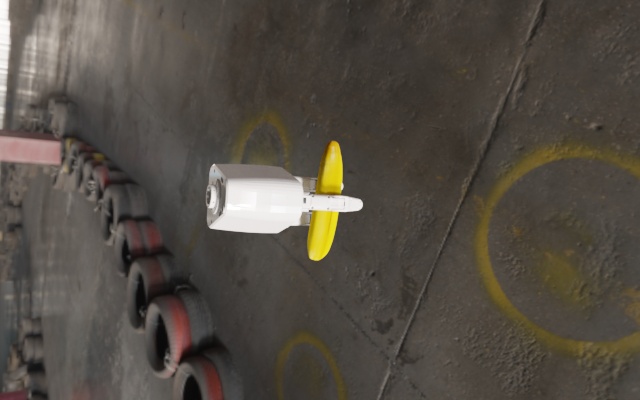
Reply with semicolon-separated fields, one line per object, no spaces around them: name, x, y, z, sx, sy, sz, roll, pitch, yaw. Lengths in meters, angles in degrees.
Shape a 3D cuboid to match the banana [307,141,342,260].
banana;0.004;0.013;0.710;0.037;0.198;0.069;4;22;-16
